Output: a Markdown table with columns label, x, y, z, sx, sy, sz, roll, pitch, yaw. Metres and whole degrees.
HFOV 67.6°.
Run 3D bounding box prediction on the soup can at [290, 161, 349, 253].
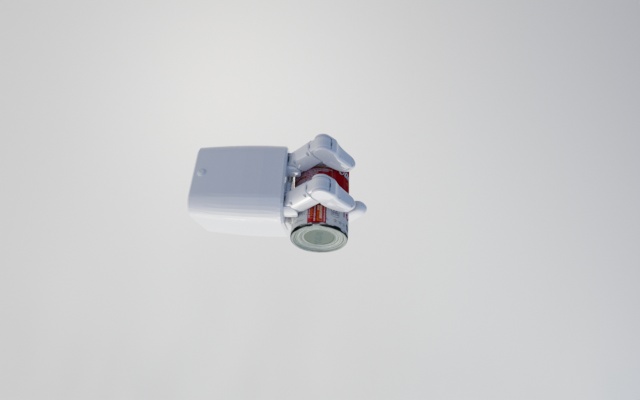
| label | x | y | z | sx | sy | sz | roll | pitch | yaw |
| --- | --- | --- | --- | --- | --- | --- | --- | --- | --- |
| soup can | 0.001 | 0.002 | 0.563 | 0.068 | 0.102 | 0.068 | 2 | -32 | 1 |
